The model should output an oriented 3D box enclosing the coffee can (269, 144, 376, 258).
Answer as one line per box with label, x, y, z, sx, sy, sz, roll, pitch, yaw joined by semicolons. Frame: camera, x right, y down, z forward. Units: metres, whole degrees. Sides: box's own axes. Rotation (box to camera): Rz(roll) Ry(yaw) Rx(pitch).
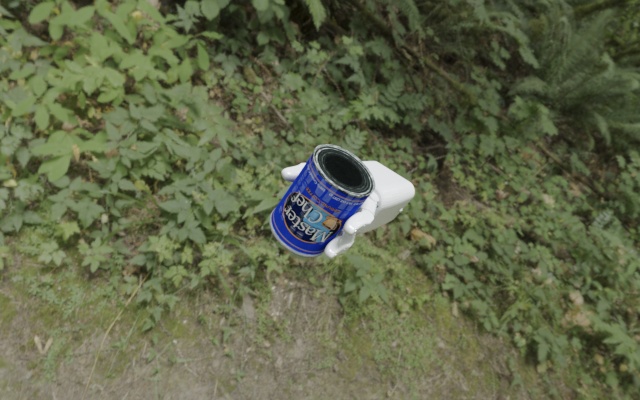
coffee can;0.000;0.002;0.707;0.103;0.102;0.140;0;-41;-41
